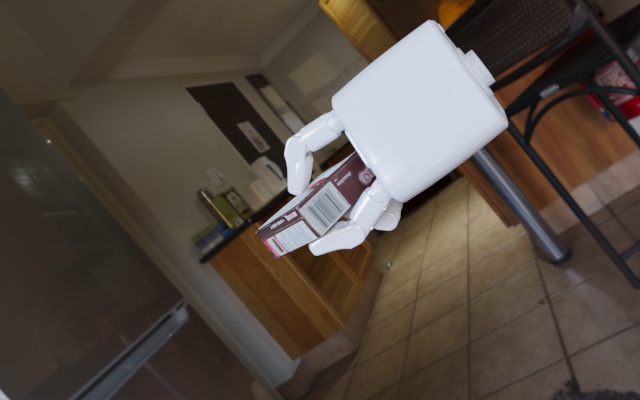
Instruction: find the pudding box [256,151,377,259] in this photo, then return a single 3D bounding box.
[{"bbox_3d":[0.000,0.001,0.471,0.113,0.039,0.090,-42,6,-36],"label":"pudding box"}]
